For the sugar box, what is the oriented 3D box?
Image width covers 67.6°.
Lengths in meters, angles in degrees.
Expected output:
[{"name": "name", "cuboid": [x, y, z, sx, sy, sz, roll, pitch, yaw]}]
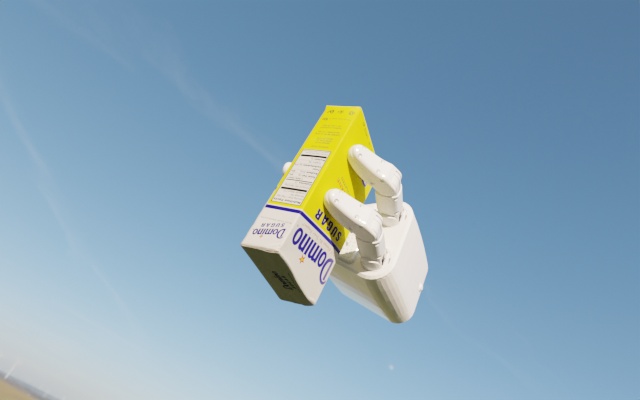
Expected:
[{"name": "sugar box", "cuboid": [0.001, 0.002, 0.453, 0.048, 0.176, 0.093, 6, -37, 28]}]
